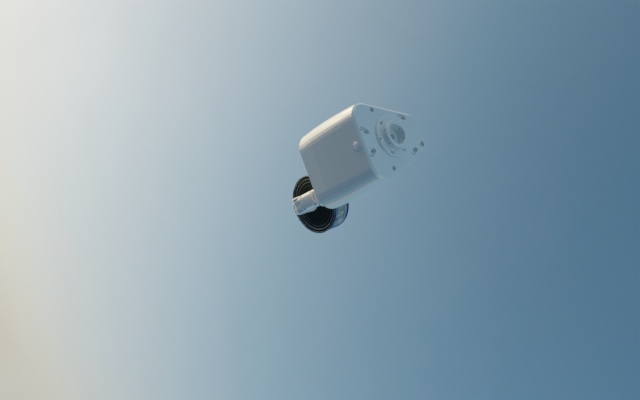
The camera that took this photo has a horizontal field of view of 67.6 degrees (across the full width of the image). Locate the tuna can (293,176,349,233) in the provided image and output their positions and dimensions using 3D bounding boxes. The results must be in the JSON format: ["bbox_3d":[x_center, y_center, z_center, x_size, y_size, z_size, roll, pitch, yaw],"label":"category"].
[{"bbox_3d":[0.000,0.002,0.697,0.033,0.086,0.086,-19,13,-42],"label":"tuna can"}]
